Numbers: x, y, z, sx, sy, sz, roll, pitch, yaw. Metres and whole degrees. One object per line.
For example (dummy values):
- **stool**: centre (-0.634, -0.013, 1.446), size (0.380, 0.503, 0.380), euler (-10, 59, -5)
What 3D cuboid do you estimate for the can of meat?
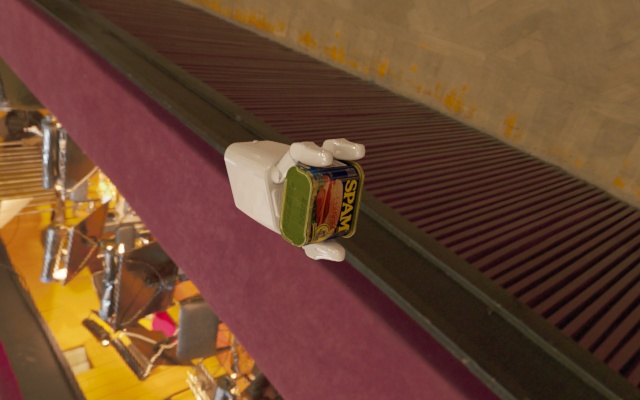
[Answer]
- **can of meat**: centre (0.000, 0.002, 0.587), size (0.084, 0.102, 0.057), euler (-10, 27, -41)
